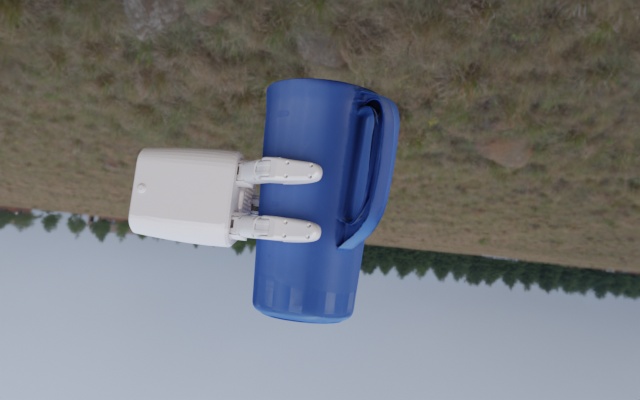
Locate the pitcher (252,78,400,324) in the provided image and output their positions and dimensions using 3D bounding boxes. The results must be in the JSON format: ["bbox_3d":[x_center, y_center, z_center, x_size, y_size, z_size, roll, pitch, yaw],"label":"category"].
[{"bbox_3d":[0.000,0.002,0.506,0.145,0.243,0.149,6,-5,6],"label":"pitcher"}]
